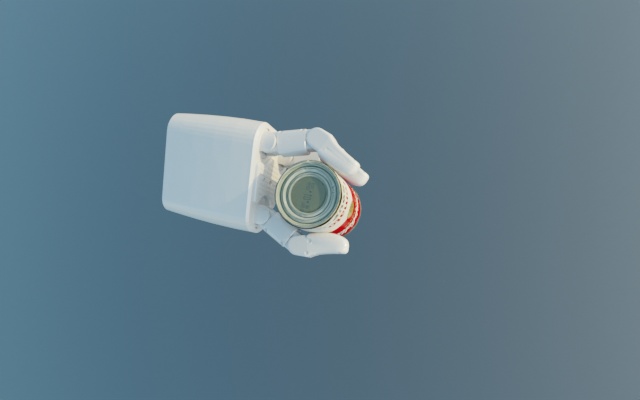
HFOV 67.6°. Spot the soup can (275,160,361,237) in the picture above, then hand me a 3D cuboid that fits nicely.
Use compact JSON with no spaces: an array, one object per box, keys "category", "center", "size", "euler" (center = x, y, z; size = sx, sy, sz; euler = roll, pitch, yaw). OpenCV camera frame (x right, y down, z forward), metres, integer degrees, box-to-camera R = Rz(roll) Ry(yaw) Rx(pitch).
[{"category":"soup can","center":[0.000,0.002,0.493],"size":[0.068,0.068,0.102],"euler":[0,-9,15]}]
